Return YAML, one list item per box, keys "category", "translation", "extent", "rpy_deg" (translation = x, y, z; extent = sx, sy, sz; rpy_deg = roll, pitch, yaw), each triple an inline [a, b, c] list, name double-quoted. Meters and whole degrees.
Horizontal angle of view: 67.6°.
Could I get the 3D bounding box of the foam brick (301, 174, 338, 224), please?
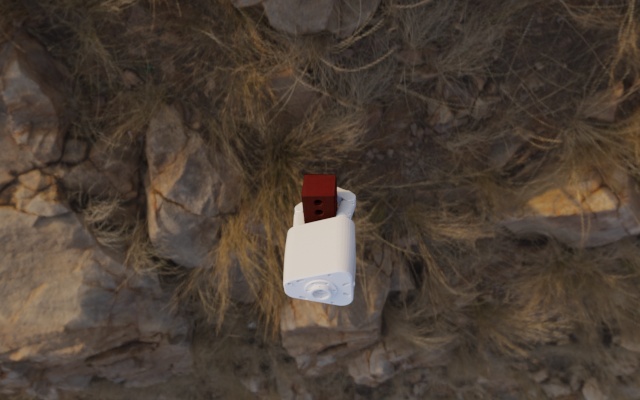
- category: "foam brick"
  translation: [0.000, 0.002, 0.772]
  extent: [0.053, 0.078, 0.051]
  rpy_deg: [1, 44, 7]
